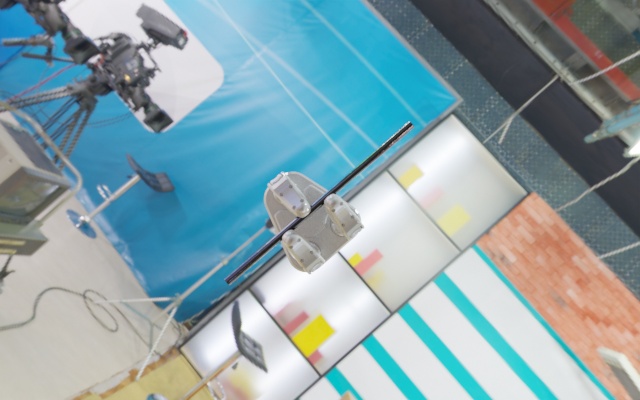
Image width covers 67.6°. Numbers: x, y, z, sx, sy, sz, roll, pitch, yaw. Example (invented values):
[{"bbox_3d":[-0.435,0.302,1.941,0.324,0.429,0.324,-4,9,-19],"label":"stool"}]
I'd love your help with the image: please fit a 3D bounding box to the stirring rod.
[{"bbox_3d":[0.000,0.002,0.473,0.239,0.011,0.011,-41,3,-3],"label":"stirring rod"}]
